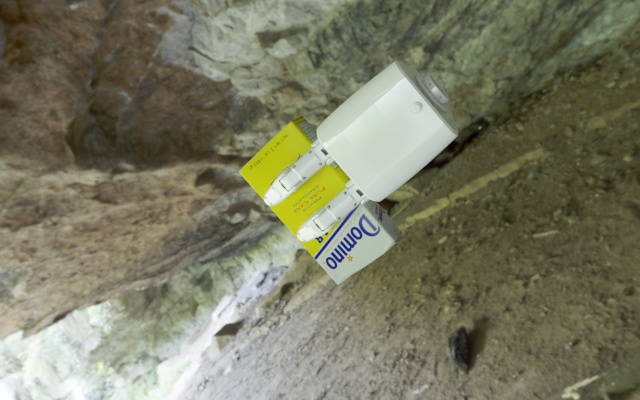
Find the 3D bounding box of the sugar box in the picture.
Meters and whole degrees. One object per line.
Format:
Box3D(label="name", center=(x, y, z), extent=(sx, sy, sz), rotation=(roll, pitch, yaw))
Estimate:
Box3D(label="sugar box", center=(0.000, 0.002, 0.546), extent=(0.093, 0.176, 0.048), rotation=(-40, 1, 25))
